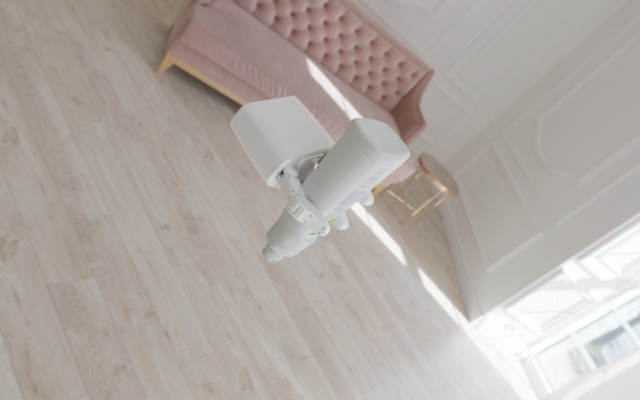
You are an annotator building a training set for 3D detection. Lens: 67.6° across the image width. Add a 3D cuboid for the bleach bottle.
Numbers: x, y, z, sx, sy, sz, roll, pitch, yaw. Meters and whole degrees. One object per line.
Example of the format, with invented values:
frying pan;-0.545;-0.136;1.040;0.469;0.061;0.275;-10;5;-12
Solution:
bleach bottle;0.000;0.002;0.632;0.251;0.068;0.102;-45;-19;28
